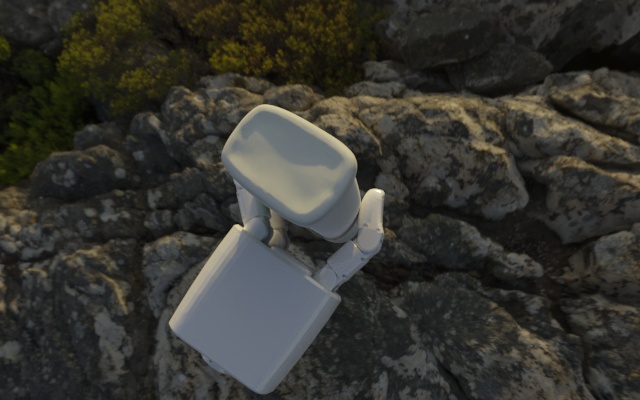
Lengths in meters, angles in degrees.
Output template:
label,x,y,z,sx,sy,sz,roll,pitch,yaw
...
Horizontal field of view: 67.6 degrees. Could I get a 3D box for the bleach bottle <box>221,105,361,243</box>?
label,x,y,z,sx,sy,sz,roll,pitch,yaw
bleach bottle,0.000,0.001,0.455,0.102,0.068,0.251,35,-5,19
